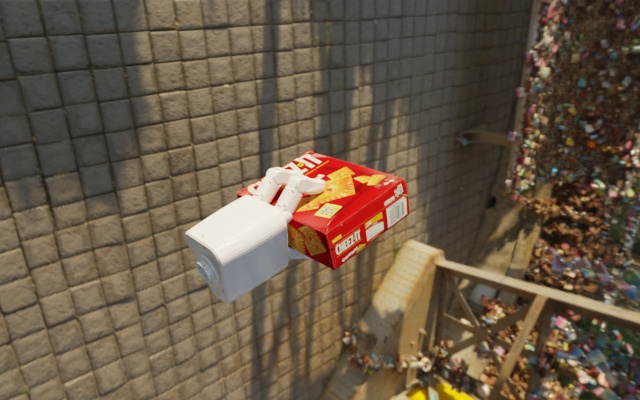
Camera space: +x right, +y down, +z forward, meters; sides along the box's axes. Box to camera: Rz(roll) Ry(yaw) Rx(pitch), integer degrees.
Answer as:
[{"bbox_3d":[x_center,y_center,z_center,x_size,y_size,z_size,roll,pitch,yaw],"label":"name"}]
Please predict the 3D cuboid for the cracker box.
[{"bbox_3d":[0.000,0.003,0.726,0.164,0.072,0.213,-32,36,-31],"label":"cracker box"}]
